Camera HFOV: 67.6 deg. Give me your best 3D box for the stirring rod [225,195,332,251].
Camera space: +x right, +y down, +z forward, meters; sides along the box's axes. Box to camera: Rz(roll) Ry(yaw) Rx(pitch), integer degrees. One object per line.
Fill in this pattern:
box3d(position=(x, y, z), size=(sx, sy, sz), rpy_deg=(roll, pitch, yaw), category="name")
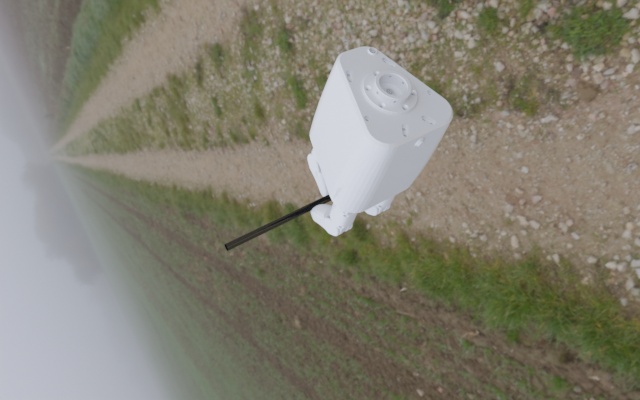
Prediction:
box3d(position=(0.000, 0.002, 0.547), size=(0.239, 0.011, 0.011), rpy_deg=(-26, 12, -26), category="stirring rod")
